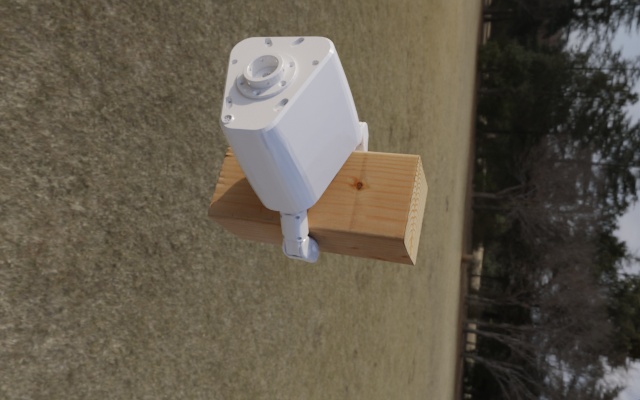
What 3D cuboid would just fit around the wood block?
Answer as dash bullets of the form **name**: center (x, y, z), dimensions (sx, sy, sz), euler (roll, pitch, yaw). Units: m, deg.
- **wood block**: center (0.000, 0.002, 0.509), dimensions (0.206, 0.090, 0.090), euler (7, -19, 20)
